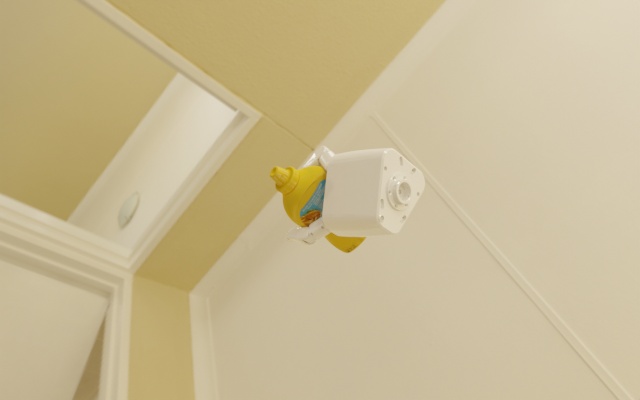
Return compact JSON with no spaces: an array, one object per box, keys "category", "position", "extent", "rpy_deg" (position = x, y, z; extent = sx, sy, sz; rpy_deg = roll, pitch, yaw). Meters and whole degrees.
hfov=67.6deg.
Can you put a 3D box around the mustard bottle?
[{"category":"mustard bottle","position":[0.000,0.002,0.734],"extent":[0.192,0.096,0.058],"rpy_deg":[33,4,-34]}]
